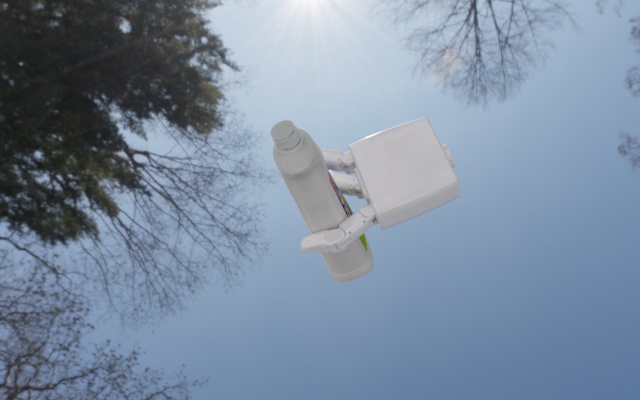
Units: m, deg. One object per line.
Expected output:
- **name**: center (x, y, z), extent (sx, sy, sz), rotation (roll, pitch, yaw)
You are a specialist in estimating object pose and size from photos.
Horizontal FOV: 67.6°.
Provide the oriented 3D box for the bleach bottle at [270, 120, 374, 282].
- **bleach bottle**: center (0.000, 0.002, 0.609), extent (0.068, 0.102, 0.251), rotation (-21, -42, 7)
